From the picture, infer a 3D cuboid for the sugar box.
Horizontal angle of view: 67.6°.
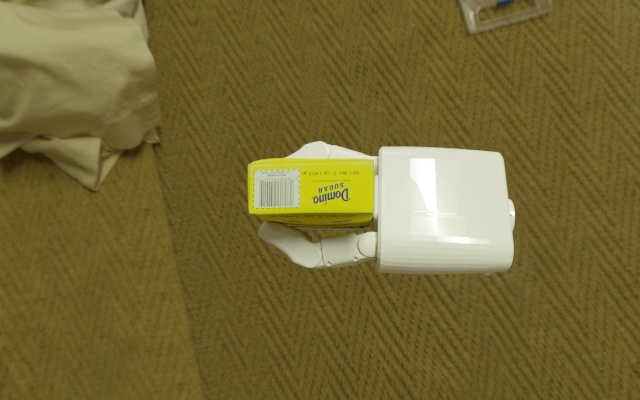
[{"bbox_3d":[0.000,0.002,0.425,0.093,0.048,0.176,0,-10,6],"label":"sugar box"}]
